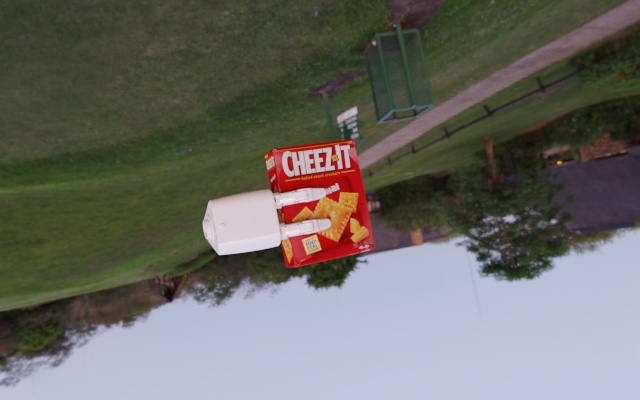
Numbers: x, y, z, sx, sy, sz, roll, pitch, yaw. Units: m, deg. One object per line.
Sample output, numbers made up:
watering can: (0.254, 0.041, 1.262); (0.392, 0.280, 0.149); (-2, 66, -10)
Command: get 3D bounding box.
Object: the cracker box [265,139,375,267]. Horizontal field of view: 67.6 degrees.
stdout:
cracker box: (0.000, 0.003, 0.883); (0.164, 0.213, 0.072); (-10, -3, -21)
